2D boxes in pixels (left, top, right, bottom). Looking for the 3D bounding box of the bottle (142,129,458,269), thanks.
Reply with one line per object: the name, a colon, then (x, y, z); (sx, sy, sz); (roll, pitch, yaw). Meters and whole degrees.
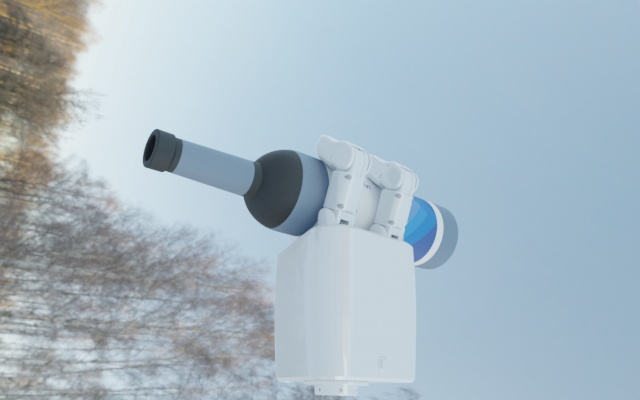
bottle: (0.000, 0.001, 0.404); (0.296, 0.069, 0.069); (18, -11, -36)
